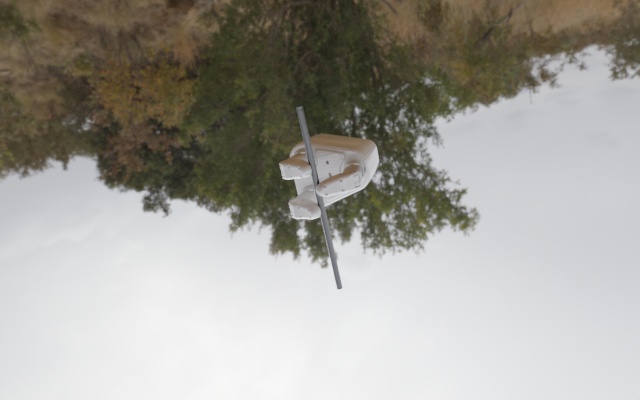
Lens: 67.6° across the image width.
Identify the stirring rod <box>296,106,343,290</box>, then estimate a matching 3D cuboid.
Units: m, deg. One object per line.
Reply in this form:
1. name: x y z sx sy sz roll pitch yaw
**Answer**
1. stirring rod: 0.000 0.002 0.599 0.011 0.239 0.011 -12 15 3
